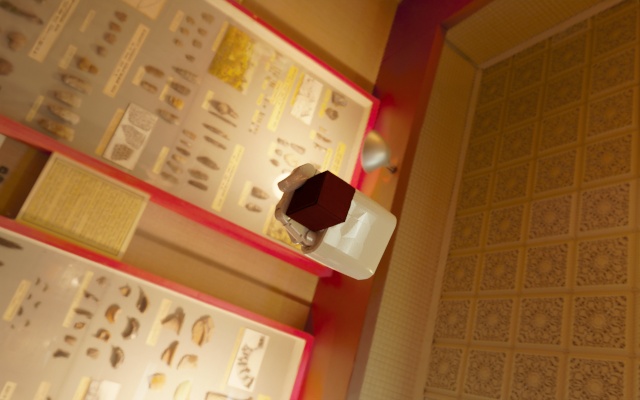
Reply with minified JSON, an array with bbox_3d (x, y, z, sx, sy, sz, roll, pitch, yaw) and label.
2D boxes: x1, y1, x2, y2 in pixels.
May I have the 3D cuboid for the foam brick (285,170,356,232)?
[{"bbox_3d":[0.000,0.002,0.635,0.051,0.053,0.078,32,-28,-23],"label":"foam brick"}]
